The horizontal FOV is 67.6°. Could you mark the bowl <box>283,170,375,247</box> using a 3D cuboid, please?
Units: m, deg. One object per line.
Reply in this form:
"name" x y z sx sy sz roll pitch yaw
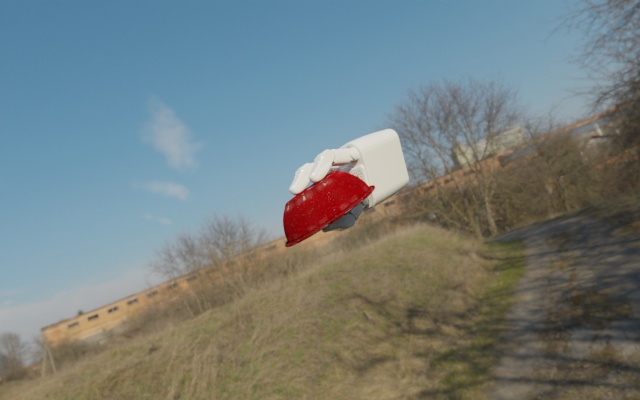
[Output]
"bowl" -0.001 0.002 0.713 0.162 0.055 0.162 -34 4 3
